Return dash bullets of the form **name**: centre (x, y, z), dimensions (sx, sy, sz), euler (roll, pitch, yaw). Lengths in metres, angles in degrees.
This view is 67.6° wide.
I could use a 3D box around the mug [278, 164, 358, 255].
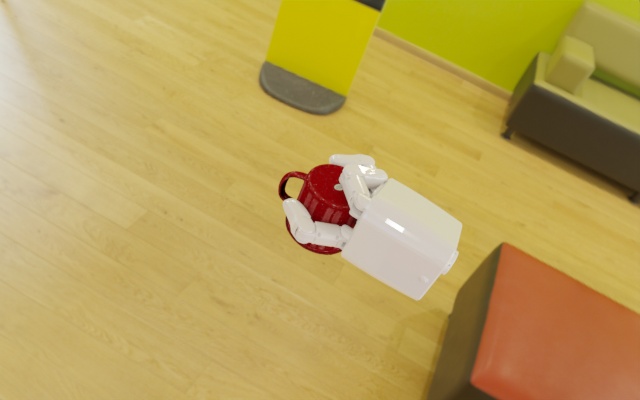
- **mug**: centre (-0.001, 0.001, 0.608), dimensions (0.117, 0.081, 0.093), euler (31, 42, 8)
